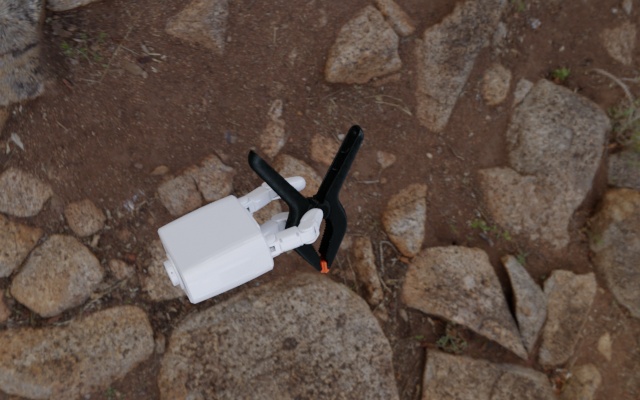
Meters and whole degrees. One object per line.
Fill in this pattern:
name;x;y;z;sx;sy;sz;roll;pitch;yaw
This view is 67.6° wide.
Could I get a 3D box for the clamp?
clamp;0.000;0.003;0.660;0.164;0.210;0.036;-23;30;-19
